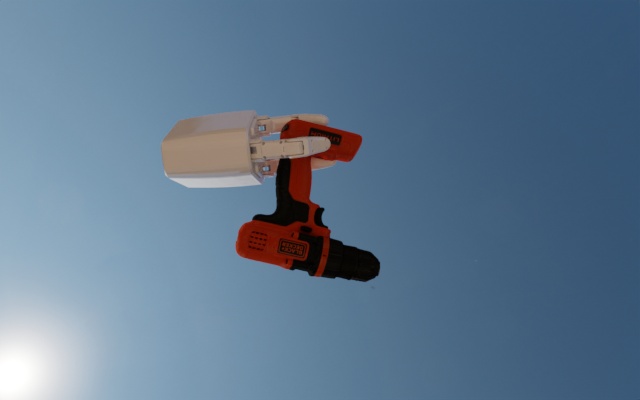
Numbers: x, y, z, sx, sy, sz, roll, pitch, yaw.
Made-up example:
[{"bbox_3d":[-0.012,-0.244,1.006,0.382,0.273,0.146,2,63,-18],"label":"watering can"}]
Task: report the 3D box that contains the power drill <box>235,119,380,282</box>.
[{"bbox_3d":[0.000,0.001,0.608,0.184,0.187,0.057,14,-12,-11],"label":"power drill"}]
